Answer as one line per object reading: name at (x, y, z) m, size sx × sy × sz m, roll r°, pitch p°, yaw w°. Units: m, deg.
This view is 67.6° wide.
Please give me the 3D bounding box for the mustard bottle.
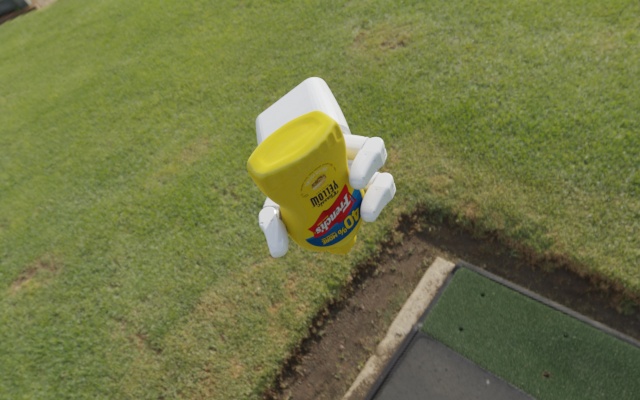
mustard bottle at (0.000, 0.002, 0.516) m, size 0.058 × 0.096 × 0.192 m, roll 40°, pitch -16°, yaw 40°
